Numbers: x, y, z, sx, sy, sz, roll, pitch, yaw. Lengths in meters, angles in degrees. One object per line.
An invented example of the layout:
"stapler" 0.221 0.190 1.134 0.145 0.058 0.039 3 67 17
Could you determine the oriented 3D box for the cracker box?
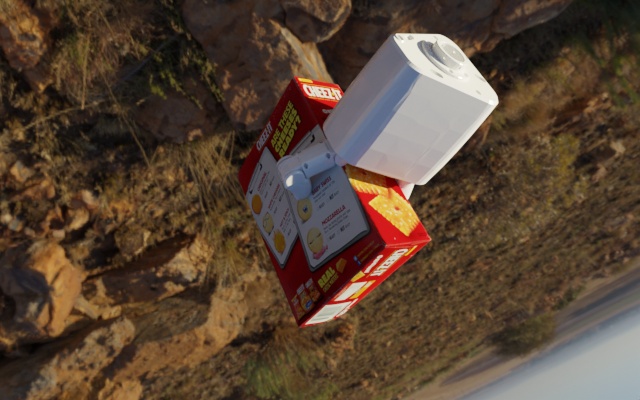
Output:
"cracker box" 0.000 0.002 0.519 0.072 0.213 0.164 -1 -36 -38
